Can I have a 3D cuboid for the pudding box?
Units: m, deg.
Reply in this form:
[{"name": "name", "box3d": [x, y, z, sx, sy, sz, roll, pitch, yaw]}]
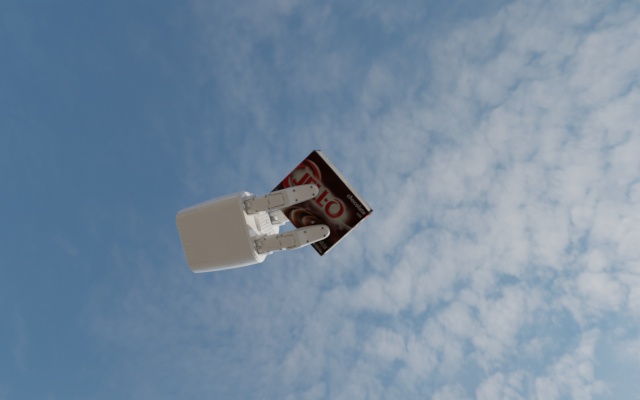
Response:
[{"name": "pudding box", "box3d": [0.000, 0.002, 0.637, 0.090, 0.113, 0.039, -43, -4, 16]}]
